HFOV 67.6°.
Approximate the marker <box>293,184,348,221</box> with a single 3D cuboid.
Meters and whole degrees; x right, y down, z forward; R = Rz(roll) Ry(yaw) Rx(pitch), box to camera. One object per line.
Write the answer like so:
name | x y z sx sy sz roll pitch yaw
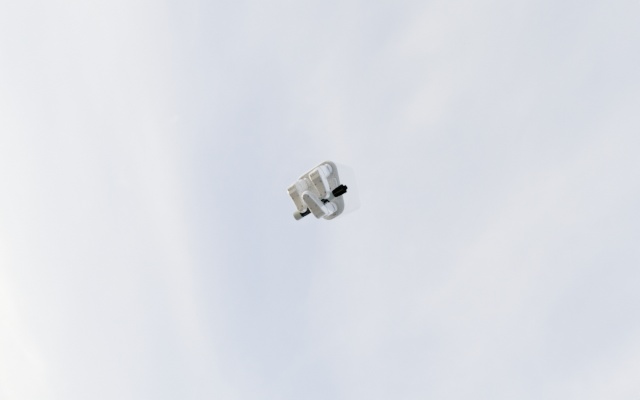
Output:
marker | 0.000 0.003 0.898 0.121 0.020 0.020 -31 -13 23
